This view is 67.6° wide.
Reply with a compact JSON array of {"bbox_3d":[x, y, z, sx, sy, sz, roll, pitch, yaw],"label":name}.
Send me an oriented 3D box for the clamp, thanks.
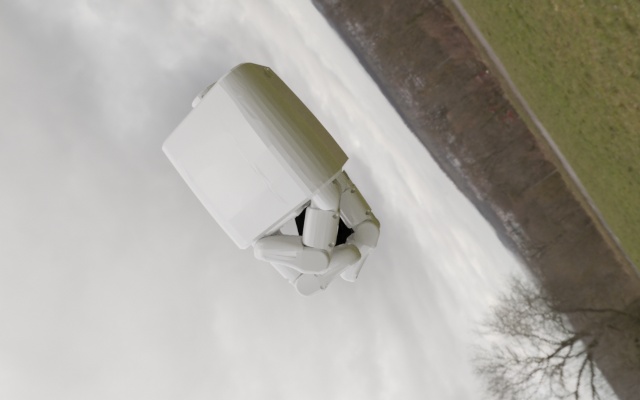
[{"bbox_3d":[0.000,0.002,0.476,0.039,0.120,0.171,-38,4,13],"label":"clamp"}]
